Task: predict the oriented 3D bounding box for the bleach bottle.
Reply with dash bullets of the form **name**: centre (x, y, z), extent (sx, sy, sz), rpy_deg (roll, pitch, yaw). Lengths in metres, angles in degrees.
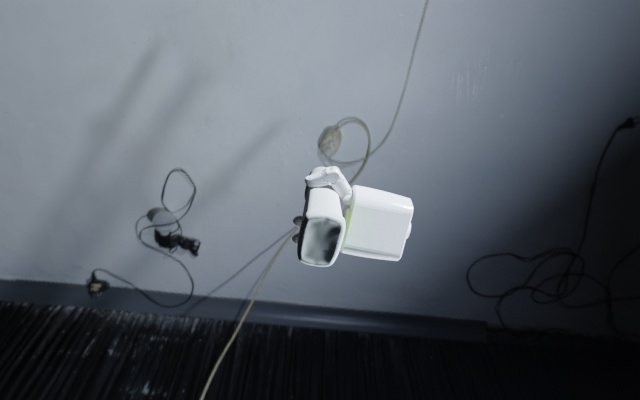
- **bleach bottle**: centre (0.000, 0.003, 0.835), extent (0.068, 0.103, 0.250), rpy_deg (10, 29, -5)
